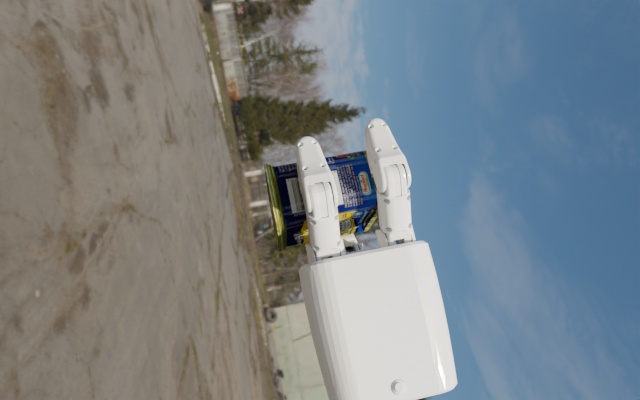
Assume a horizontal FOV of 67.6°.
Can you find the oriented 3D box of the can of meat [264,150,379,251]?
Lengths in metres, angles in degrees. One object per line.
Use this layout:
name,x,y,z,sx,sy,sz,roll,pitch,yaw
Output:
can of meat,0.000,0.001,0.401,0.084,0.057,0.102,-10,-16,-7
